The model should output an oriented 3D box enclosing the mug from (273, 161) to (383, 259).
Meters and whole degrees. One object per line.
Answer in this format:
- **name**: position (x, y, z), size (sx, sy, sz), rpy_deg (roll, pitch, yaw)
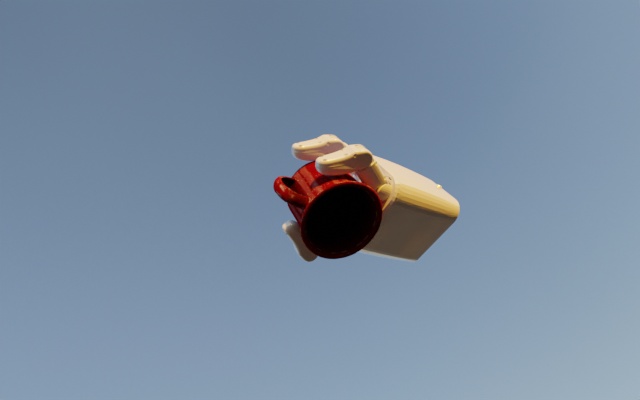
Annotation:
- **mug**: position (-0.001, 0.001, 0.528), size (0.117, 0.093, 0.081), rpy_deg (18, 19, -29)
